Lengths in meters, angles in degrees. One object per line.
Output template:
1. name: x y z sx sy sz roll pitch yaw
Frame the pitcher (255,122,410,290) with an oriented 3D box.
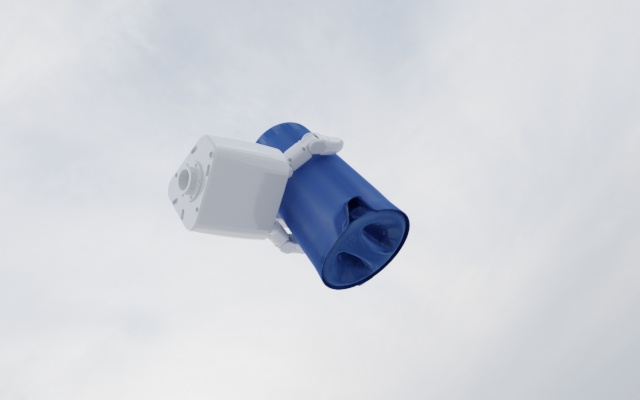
1. pitcher: 0.000 0.002 0.666 0.145 0.149 0.242 9 31 -44
